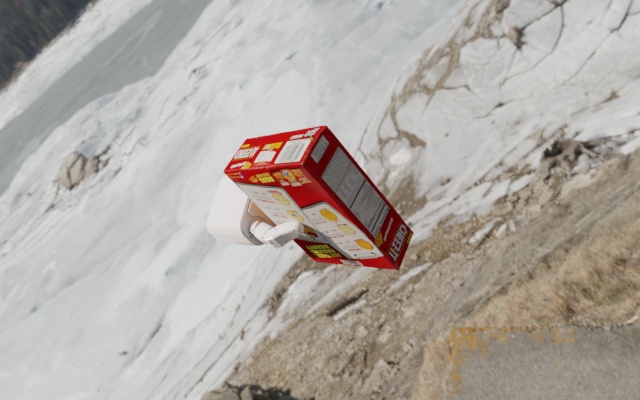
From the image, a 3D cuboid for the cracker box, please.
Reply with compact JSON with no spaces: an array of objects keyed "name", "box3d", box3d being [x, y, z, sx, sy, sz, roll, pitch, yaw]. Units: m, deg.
[{"name":"cracker box","box3d":[0.000,0.002,0.638,0.164,0.072,0.214,-1,-39,47]}]
